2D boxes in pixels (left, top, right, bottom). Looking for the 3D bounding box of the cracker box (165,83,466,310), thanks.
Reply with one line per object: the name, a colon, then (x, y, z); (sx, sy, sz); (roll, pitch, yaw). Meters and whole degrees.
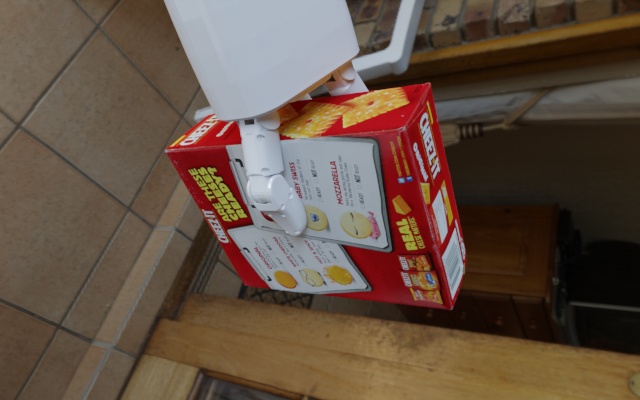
cracker box: (0.000, 0.001, 0.401); (0.213, 0.164, 0.072); (0, 37, 33)
